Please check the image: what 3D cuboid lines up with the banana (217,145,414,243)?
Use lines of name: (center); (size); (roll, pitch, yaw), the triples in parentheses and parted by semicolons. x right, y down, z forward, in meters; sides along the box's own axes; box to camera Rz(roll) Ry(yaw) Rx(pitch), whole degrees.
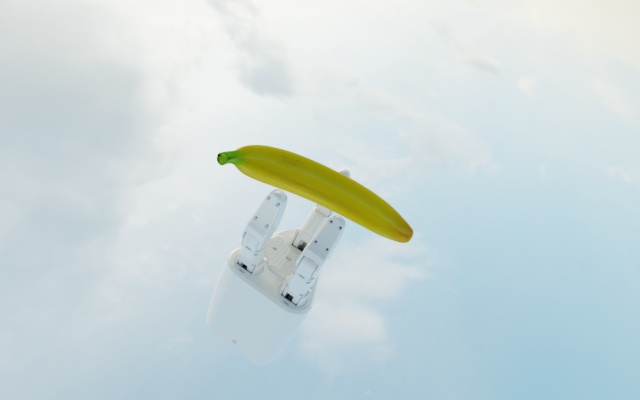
banana: (-0.003, -0.010, 0.460); (0.198, 0.037, 0.069); (21, 30, -14)
